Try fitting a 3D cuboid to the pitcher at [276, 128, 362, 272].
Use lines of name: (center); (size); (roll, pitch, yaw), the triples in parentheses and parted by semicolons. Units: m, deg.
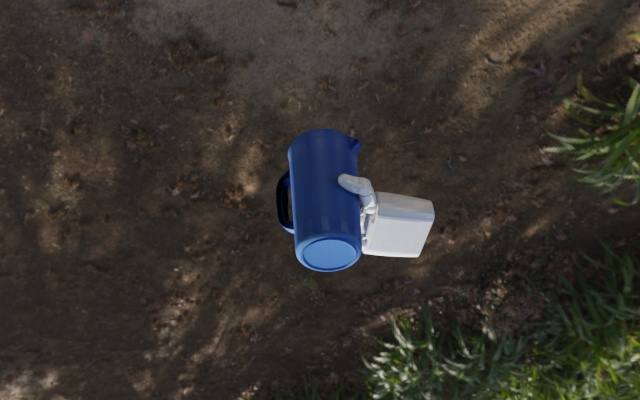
pitcher: (0.000, 0.003, 0.846); (0.145, 0.242, 0.149); (7, -42, -10)
